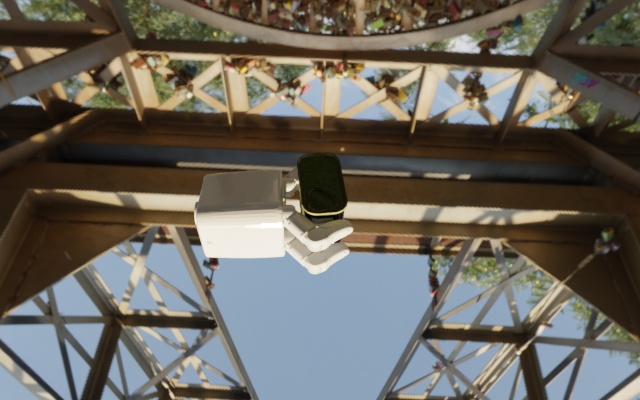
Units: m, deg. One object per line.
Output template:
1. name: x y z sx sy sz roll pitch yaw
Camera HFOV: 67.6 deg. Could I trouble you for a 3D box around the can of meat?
1. can of meat: 0.000 0.002 0.636 0.057 0.102 0.084 -4 -38 -6
